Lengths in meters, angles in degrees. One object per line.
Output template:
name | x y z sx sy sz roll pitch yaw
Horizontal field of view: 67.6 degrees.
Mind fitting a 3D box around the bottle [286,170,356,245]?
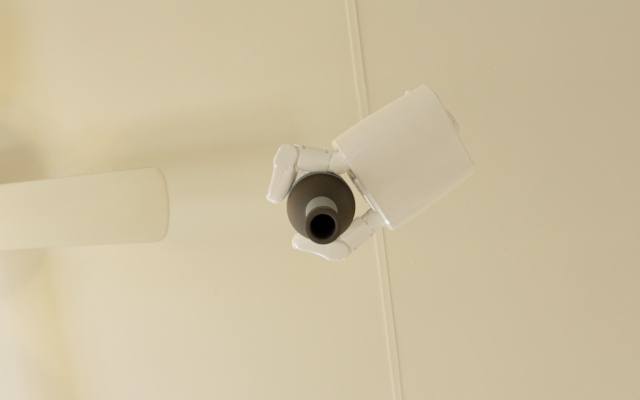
bottle | 0.000 0.002 0.492 0.069 0.069 0.295 0 7 -1
